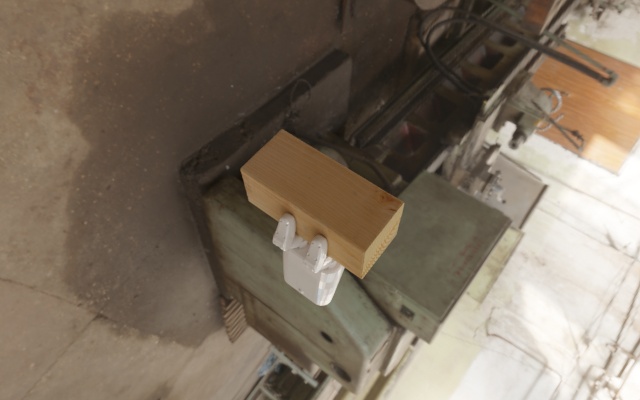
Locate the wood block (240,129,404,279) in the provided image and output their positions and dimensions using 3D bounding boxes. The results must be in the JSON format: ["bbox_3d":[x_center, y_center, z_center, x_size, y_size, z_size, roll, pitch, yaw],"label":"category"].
[{"bbox_3d":[0.000,0.002,0.662,0.206,0.090,0.090,33,-26,20],"label":"wood block"}]
